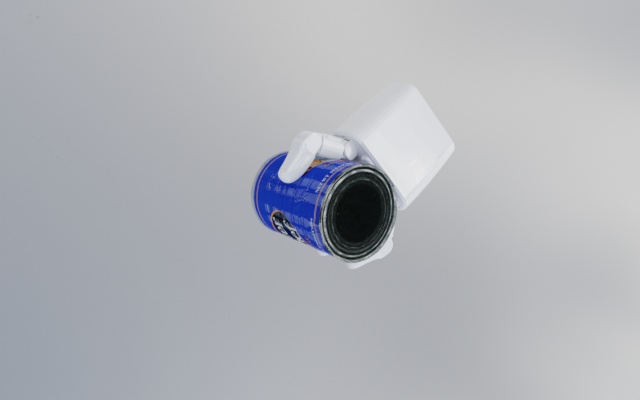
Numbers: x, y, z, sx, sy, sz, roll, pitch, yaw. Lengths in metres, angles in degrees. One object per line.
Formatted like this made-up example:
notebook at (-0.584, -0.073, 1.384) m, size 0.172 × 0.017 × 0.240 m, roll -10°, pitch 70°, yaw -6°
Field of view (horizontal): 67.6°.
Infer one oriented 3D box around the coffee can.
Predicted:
coffee can at (0.000, 0.002, 0.535) m, size 0.103 × 0.103 × 0.140 m, roll 0°, pitch 10°, yaw -37°
